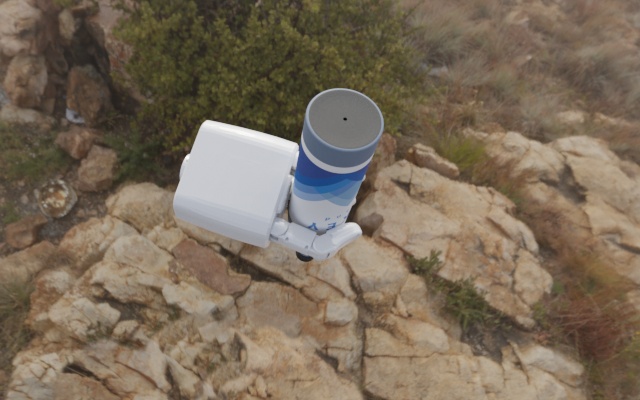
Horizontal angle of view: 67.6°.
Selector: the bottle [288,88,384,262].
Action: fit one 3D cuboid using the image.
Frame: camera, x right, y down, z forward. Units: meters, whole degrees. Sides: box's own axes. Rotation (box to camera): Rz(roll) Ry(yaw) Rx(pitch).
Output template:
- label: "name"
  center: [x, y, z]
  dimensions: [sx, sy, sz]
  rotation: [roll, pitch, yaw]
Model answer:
- label: "bottle"
  center: [0.000, 0.002, 0.525]
  dimensions: [0.069, 0.069, 0.296]
  rotation: [0, -28, -9]
